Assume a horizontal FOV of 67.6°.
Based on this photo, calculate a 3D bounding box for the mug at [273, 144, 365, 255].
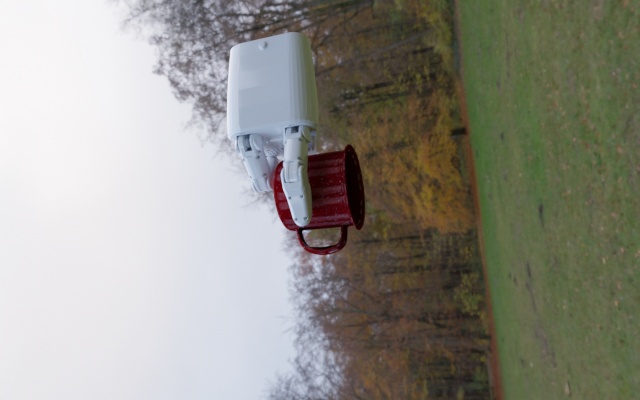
[{"bbox_3d":[0.000,0.003,0.521,0.081,0.117,0.093,-7,-15,16],"label":"mug"}]
